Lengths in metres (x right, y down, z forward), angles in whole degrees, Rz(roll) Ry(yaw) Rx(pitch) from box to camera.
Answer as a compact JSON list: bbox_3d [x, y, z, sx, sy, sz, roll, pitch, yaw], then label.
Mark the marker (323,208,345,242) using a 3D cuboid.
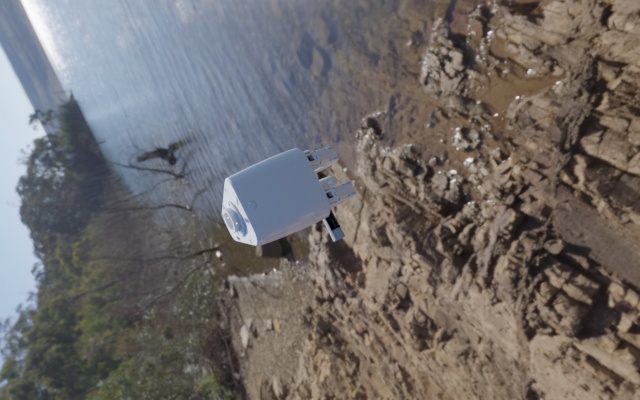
[{"bbox_3d":[0.000,0.002,0.692,0.020,0.121,0.020,-27,-6,-3],"label":"marker"}]
